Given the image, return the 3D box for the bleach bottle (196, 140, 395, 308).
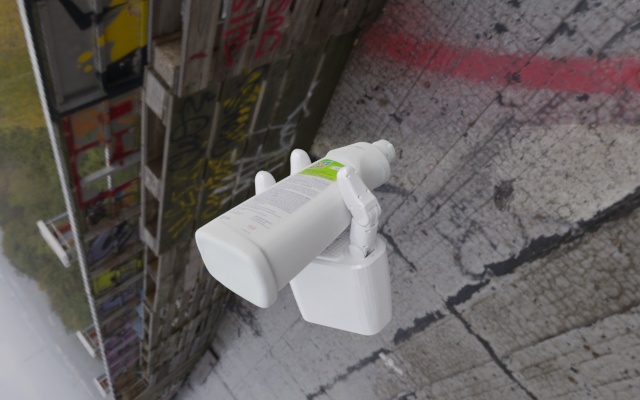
[{"bbox_3d":[0.000,0.002,0.500,0.102,0.068,0.250,19,43,41],"label":"bleach bottle"}]
